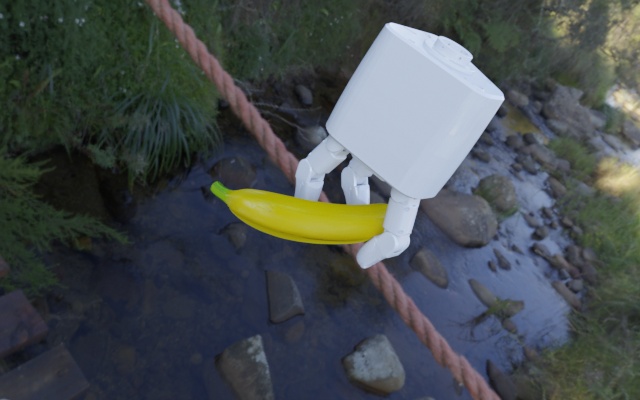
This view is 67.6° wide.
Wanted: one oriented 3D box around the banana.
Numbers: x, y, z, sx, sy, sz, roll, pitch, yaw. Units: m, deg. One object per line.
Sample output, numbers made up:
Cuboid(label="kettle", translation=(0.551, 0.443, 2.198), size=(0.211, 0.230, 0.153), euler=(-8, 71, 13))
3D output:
Cuboid(label="banana", translation=(0.001, 0.013, 0.444), size=(0.198, 0.037, 0.069), euler=(10, 35, -24))
